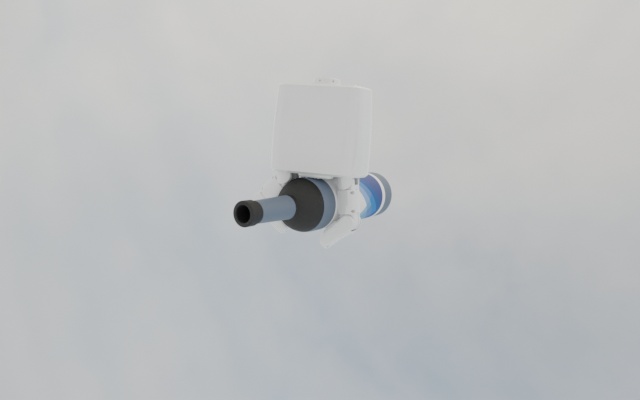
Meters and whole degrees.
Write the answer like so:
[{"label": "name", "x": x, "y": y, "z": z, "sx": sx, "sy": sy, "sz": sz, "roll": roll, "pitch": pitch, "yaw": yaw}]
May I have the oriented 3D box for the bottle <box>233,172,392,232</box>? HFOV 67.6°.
[{"label": "bottle", "x": 0.000, "y": 0.002, "z": 0.605, "sx": 0.069, "sy": 0.069, "sz": 0.295, "roll": 0, "pitch": 5, "yaw": 32}]
